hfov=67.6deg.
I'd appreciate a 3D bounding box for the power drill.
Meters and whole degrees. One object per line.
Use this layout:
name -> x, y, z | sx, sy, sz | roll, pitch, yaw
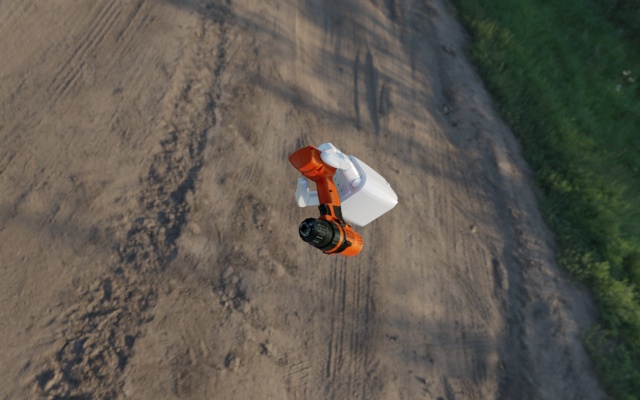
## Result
power drill -> 0.000, 0.002, 0.828 | 0.057, 0.187, 0.184 | -23, -23, 20
